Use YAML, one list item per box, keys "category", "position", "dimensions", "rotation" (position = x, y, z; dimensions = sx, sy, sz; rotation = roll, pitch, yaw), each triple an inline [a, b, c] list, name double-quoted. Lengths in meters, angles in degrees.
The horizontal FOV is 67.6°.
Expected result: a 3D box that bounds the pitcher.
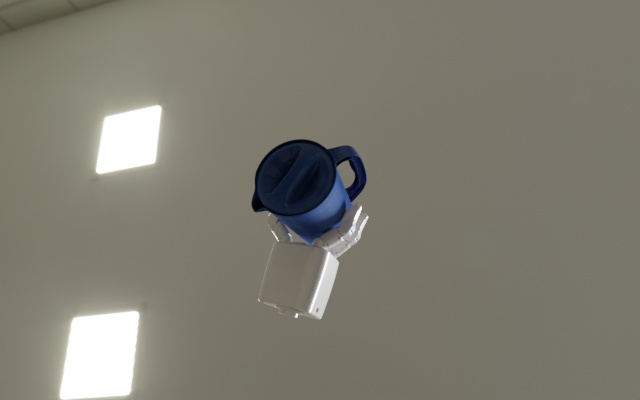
- category: "pitcher"
  position: [0.000, 0.003, 0.832]
  dimensions: [0.149, 0.145, 0.243]
  rotation: [10, -19, 21]
